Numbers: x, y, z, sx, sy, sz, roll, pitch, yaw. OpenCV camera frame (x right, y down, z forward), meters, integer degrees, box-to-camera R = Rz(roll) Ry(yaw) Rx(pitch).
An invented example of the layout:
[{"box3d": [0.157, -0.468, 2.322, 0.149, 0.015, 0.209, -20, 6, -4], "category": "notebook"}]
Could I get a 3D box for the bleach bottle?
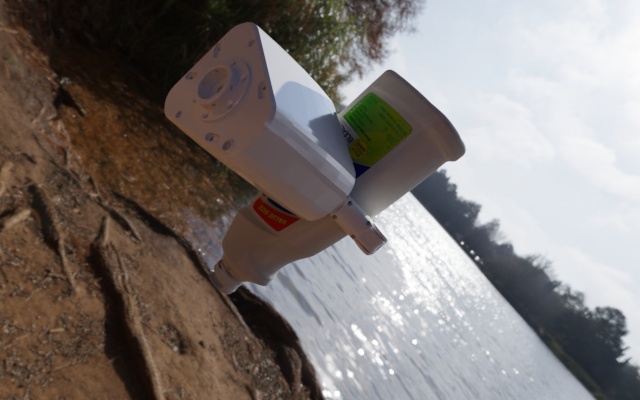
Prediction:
[{"box3d": [0.000, 0.001, 0.432, 0.068, 0.251, 0.102, 37, 14, -51], "category": "bleach bottle"}]
